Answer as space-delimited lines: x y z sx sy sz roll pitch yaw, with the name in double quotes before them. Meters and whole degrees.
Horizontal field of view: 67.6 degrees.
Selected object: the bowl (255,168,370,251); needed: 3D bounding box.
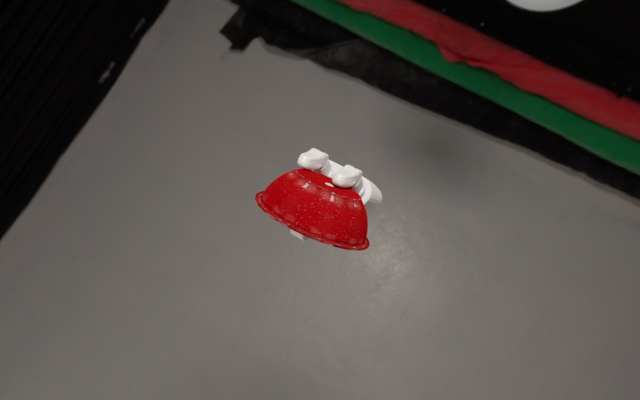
"bowl" 0.000 0.002 0.616 0.162 0.055 0.162 23 13 -6
